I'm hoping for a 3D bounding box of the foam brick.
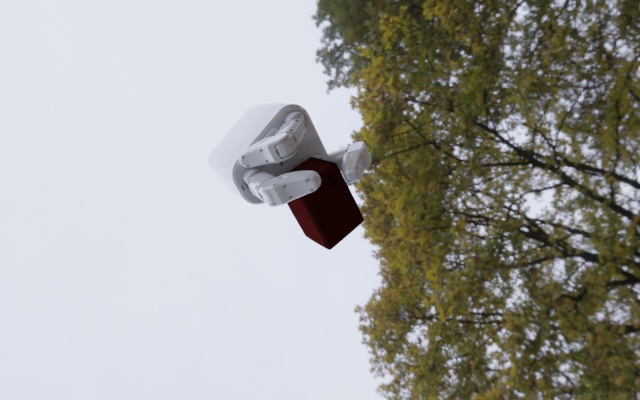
[{"bbox_3d":[0.000,0.002,0.504,0.053,0.078,0.051,-37,27,-19],"label":"foam brick"}]
